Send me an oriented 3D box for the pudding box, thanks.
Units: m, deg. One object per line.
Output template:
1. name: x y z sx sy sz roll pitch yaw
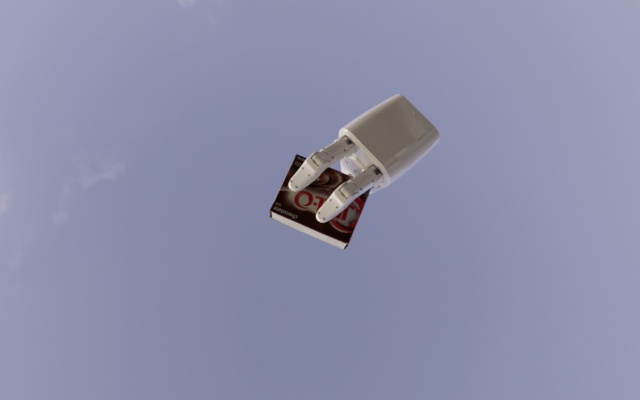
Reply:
1. pudding box: 0.000 0.002 0.636 0.113 0.090 0.039 22 -22 4
